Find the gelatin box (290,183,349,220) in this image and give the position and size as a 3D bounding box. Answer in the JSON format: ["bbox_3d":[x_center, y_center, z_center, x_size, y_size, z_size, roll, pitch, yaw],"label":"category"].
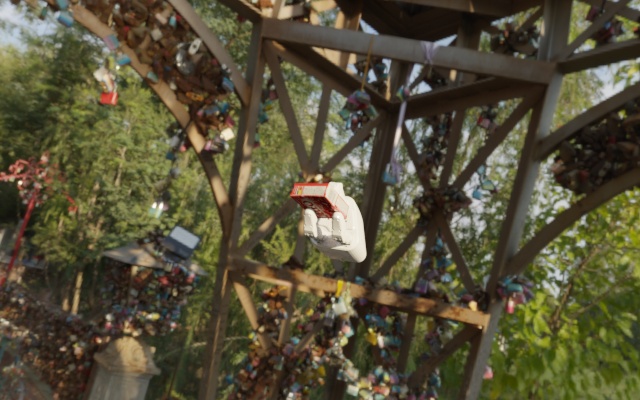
[{"bbox_3d":[0.000,0.002,0.855,0.073,0.030,0.089,2,-28,32],"label":"gelatin box"}]
